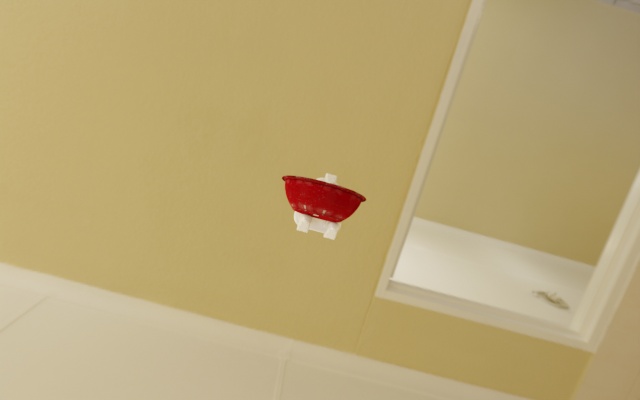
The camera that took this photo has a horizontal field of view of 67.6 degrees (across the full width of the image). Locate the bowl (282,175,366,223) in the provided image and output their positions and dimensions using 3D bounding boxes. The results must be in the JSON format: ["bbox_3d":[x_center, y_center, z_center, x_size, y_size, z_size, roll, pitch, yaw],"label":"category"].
[{"bbox_3d":[0.000,0.003,0.881,0.162,0.055,0.162,15,-7,2],"label":"bowl"}]
